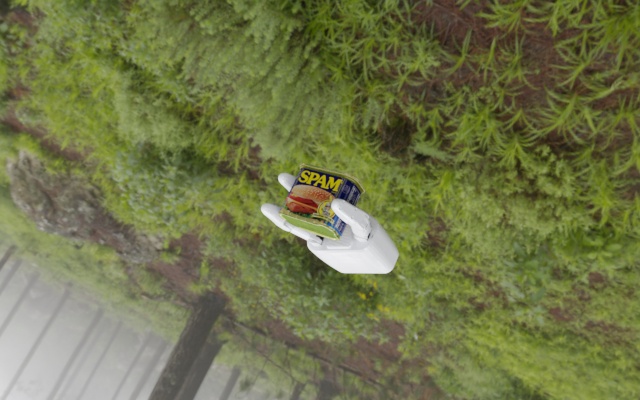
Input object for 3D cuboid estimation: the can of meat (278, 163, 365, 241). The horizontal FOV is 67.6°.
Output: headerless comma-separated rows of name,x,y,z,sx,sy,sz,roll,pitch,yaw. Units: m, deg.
can of meat,0.000,0.003,0.686,0.102,0.084,0.057,16,-18,31
